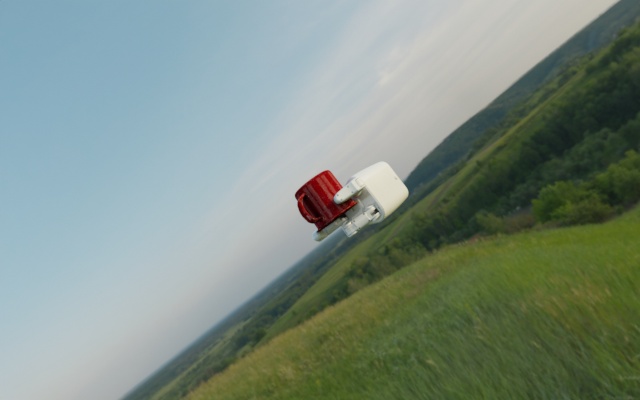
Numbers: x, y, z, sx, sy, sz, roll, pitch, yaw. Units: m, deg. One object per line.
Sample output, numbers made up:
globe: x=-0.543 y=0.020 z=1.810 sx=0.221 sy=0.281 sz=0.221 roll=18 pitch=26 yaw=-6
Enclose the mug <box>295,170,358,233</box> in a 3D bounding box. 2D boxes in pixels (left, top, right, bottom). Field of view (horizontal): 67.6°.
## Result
mug: x=-0.001 y=0.003 z=0.857 sx=0.117 sy=0.081 sz=0.093 roll=-31 pitch=-8 yaw=-48
